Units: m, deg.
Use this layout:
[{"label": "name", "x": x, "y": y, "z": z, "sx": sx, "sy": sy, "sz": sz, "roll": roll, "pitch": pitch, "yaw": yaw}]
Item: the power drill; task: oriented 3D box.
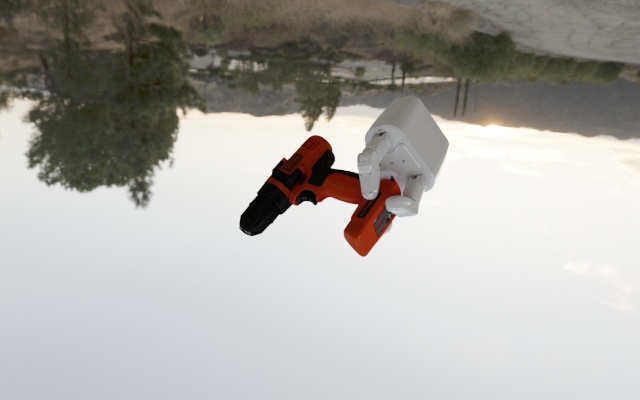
[{"label": "power drill", "x": 0.001, "y": 0.002, "z": 0.649, "sx": 0.187, "sy": 0.184, "sz": 0.057, "roll": 27, "pitch": -22, "yaw": 32}]
